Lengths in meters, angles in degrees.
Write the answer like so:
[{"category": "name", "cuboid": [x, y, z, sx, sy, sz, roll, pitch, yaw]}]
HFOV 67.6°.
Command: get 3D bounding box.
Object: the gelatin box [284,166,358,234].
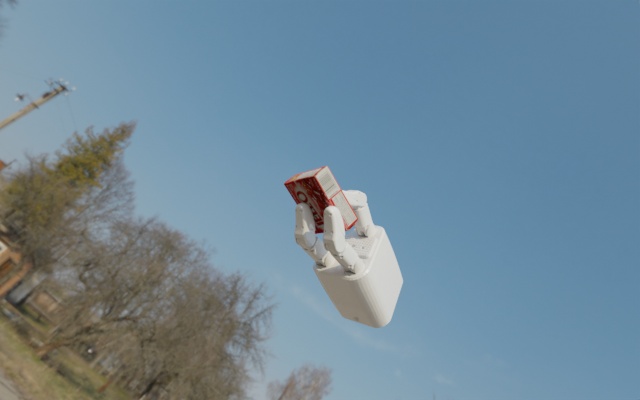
[{"category": "gelatin box", "cuboid": [0.000, 0.002, 0.647, 0.030, 0.089, 0.073, -41, 18, -33]}]
